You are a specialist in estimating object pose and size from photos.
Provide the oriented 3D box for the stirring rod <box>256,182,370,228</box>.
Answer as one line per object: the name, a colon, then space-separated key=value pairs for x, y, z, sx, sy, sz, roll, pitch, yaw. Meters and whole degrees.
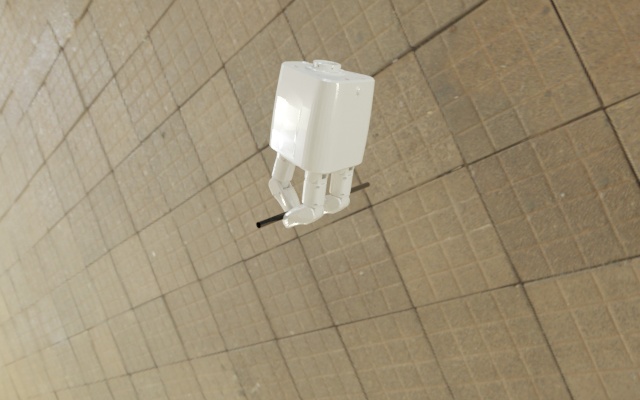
stirring rod: x=0.000 y=0.002 z=0.661 sx=0.011 sy=0.011 sz=0.239 roll=0 pitch=13 yaw=39
